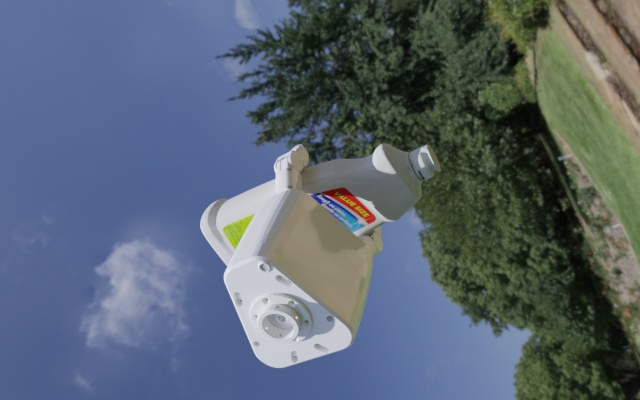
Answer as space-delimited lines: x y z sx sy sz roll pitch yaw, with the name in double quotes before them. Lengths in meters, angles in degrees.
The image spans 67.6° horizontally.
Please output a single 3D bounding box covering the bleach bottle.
"bleach bottle" 0.000 0.002 0.502 0.251 0.102 0.068 -25 20 24
